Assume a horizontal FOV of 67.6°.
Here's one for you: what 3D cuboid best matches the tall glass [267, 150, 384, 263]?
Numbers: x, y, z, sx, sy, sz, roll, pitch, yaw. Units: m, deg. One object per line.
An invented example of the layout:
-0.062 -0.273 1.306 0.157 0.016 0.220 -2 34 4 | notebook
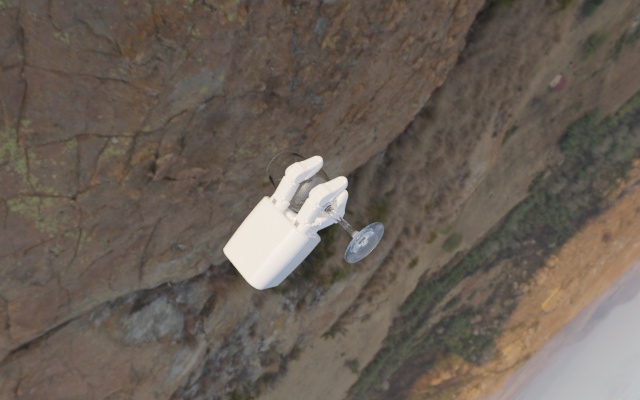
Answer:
0.001 0.003 0.727 0.201 0.079 0.079 43 25 30 | tall glass
